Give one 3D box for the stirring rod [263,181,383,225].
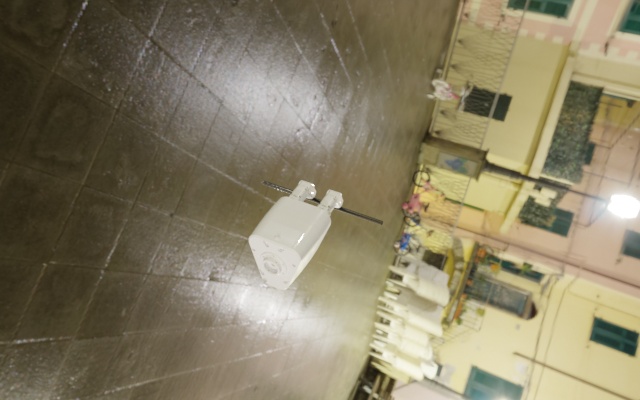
[{"bbox_3d":[0.000,0.003,0.875,0.239,0.011,0.011,19,6,17],"label":"stirring rod"}]
